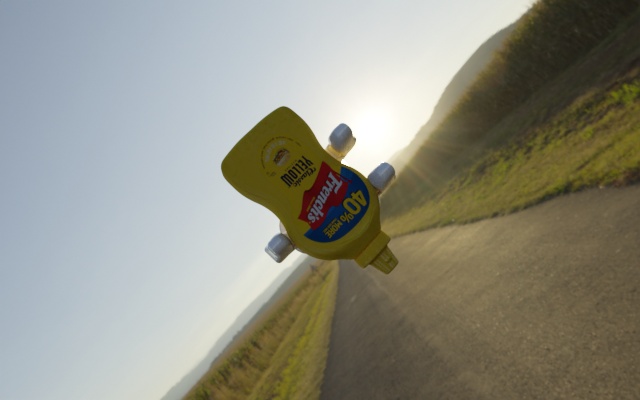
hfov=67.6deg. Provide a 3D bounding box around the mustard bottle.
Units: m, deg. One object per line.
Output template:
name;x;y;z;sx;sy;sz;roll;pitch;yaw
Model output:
mustard bottle;0.000;0.001;0.472;0.191;0.096;0.058;43;-15;5
